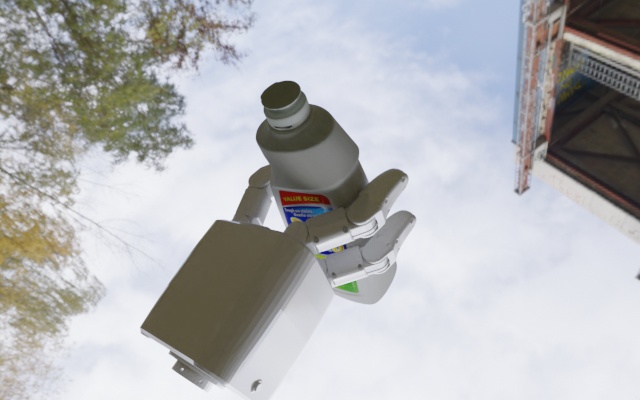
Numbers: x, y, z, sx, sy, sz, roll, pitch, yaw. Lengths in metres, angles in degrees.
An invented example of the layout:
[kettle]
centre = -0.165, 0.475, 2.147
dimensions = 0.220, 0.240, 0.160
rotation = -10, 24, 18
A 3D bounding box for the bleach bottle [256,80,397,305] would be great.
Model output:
[bleach bottle]
centre = 0.000, 0.001, 0.414
dimensions = 0.102, 0.068, 0.251
rotation = 19, -28, 30
